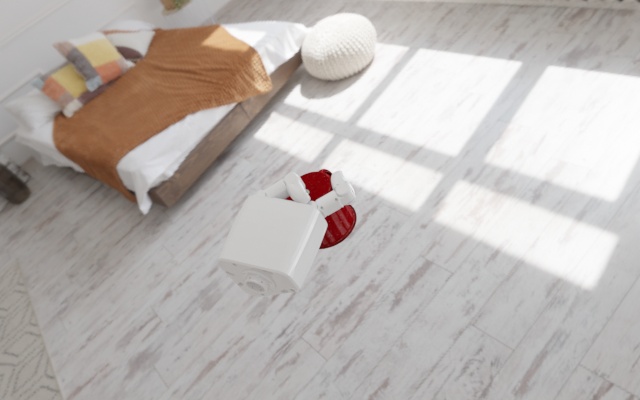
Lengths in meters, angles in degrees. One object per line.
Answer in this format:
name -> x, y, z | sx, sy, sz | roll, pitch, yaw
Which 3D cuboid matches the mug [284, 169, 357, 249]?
mug -> 0.001, 0.001, 0.716 | 0.093, 0.117, 0.081 | -2, -41, 30
